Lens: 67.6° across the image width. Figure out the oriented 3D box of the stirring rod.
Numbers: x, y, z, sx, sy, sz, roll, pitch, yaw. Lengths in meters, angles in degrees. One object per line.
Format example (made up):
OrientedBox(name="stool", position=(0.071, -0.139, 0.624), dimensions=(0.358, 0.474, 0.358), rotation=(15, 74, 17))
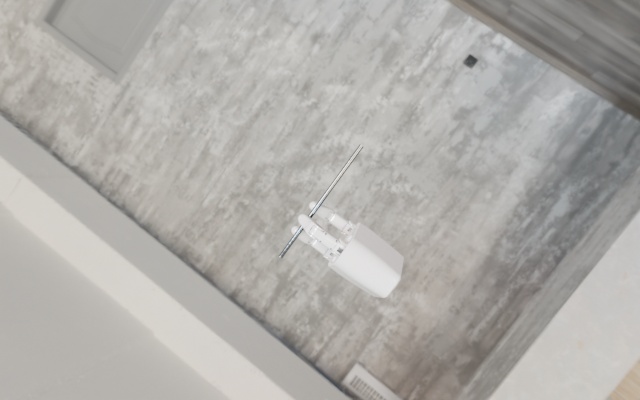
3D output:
OrientedBox(name="stirring rod", position=(0.000, 0.003, 0.828), dimensions=(0.011, 0.239, 0.011), rotation=(36, 6, -4))
